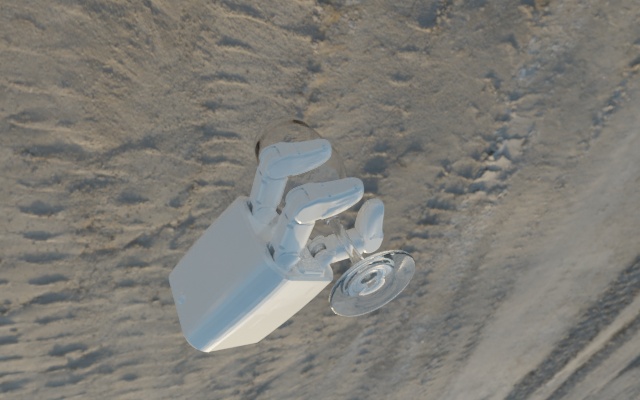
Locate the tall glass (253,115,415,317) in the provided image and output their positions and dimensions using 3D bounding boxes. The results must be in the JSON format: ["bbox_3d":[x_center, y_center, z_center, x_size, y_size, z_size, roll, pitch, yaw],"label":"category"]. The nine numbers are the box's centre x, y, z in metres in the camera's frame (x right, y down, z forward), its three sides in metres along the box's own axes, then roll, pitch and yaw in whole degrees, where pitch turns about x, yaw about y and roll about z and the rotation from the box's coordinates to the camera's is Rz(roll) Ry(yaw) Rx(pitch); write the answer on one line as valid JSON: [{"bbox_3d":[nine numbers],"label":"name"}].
[{"bbox_3d":[0.000,0.002,0.429,0.079,0.079,0.201,0,40,-32],"label":"tall glass"}]
